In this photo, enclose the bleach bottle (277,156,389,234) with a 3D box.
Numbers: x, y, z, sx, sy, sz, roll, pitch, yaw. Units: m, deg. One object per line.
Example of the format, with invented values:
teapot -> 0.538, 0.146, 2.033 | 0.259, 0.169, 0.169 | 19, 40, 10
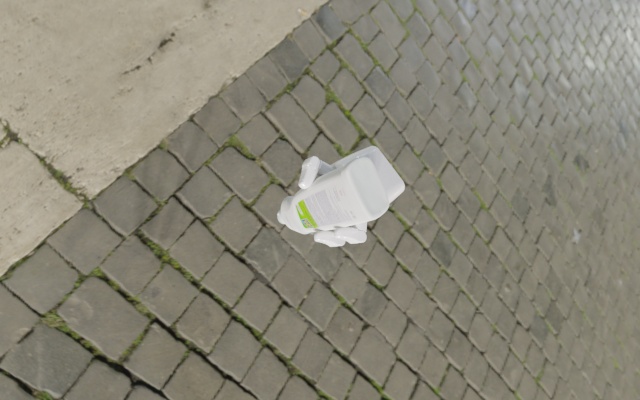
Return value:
bleach bottle -> 0.000, 0.003, 0.830 | 0.068, 0.102, 0.251 | -32, 10, -38
